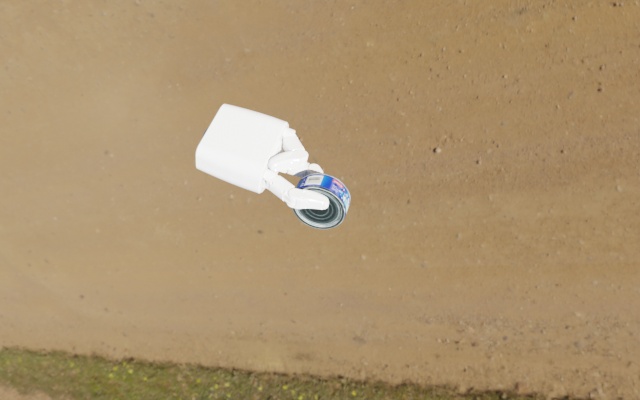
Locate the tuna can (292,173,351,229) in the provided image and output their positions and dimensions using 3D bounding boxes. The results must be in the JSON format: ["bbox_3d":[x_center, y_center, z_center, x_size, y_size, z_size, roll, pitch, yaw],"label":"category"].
[{"bbox_3d":[0.000,0.003,0.718,0.086,0.086,0.033,0,40,18],"label":"tuna can"}]
